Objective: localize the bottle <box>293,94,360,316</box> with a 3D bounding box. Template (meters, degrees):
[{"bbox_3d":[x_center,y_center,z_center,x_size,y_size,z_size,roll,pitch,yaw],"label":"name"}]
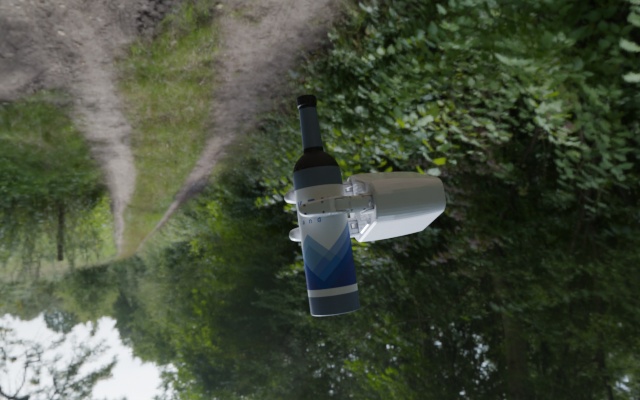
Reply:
[{"bbox_3d":[0.000,0.002,0.648,0.069,0.295,0.069,-8,-5,-1],"label":"bottle"}]
